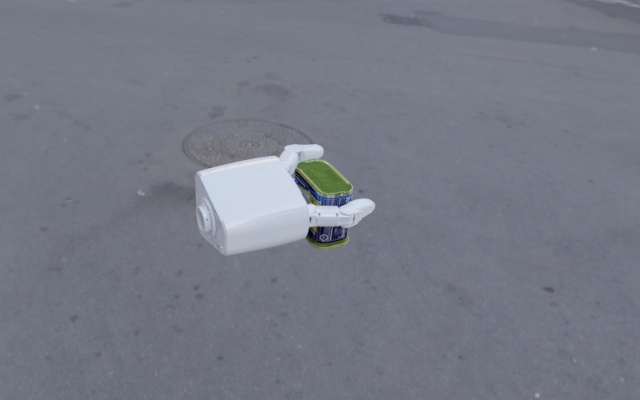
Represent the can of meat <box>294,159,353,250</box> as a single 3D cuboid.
[{"bbox_3d":[0.000,0.002,0.650,0.057,0.084,0.102,-11,35,-26],"label":"can of meat"}]
